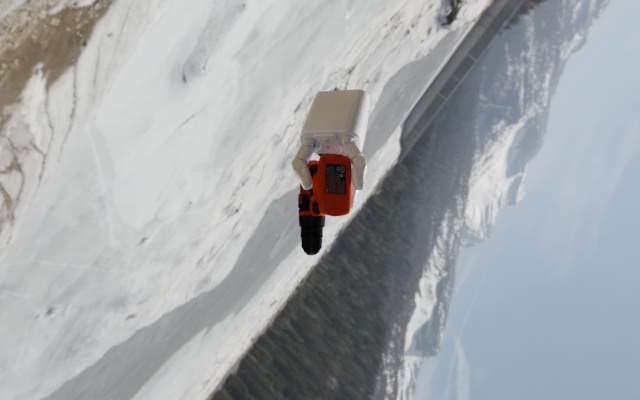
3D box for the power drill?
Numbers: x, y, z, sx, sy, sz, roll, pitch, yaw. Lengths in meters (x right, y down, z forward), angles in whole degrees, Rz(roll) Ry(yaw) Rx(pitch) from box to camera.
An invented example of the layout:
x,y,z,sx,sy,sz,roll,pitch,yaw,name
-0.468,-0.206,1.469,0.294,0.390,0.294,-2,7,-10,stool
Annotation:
x,y,z,sx,sy,sz,roll,pitch,yaw,name
0.000,0.002,0.856,0.057,0.184,0.188,2,-9,-16,power drill
